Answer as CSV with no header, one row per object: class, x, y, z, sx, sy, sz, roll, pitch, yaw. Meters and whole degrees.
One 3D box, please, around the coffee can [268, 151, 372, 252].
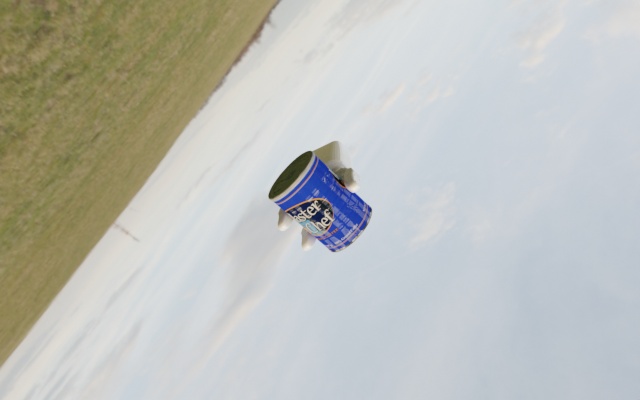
coffee can,0.000,0.003,0.781,0.140,0.102,0.103,42,-16,-19
